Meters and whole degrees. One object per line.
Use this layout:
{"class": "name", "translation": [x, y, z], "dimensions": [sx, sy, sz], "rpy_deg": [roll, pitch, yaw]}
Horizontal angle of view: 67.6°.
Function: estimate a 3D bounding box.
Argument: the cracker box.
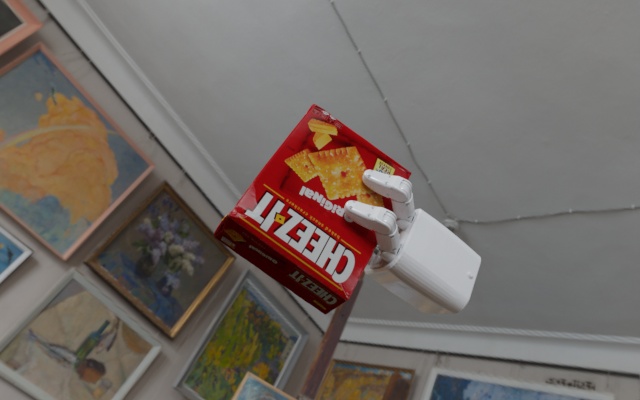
{"class": "cracker box", "translation": [0.000, 0.002, 0.591], "dimensions": [0.164, 0.213, 0.072], "rpy_deg": [36, -36, -5]}
